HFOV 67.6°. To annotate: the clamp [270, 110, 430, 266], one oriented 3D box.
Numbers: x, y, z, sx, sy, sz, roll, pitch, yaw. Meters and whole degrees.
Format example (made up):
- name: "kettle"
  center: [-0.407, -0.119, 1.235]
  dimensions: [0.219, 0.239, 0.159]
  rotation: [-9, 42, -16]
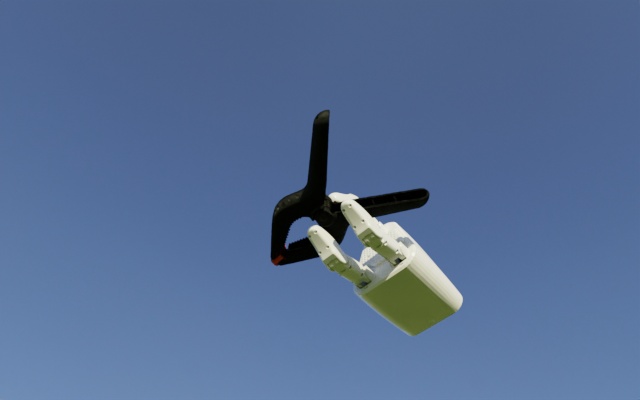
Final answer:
- name: "clamp"
  center: [0.000, 0.002, 0.576]
  dimensions: [0.210, 0.164, 0.036]
  rotation: [-38, 20, 24]
